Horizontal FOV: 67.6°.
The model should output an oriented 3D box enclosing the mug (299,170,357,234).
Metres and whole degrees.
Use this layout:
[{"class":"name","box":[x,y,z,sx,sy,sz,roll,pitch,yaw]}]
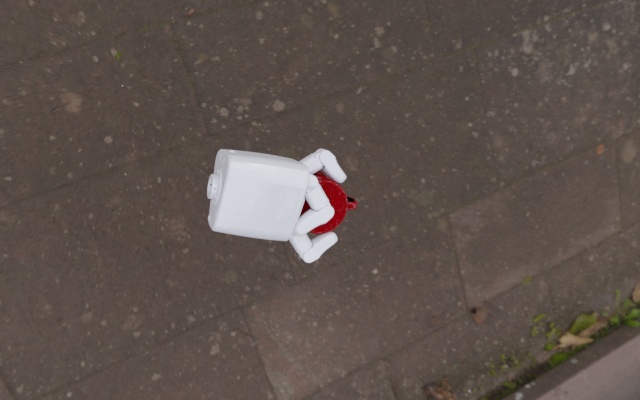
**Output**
[{"class":"mug","box":[0.002,0.003,0.715,0.117,0.093,0.081,6,10,-23]}]
